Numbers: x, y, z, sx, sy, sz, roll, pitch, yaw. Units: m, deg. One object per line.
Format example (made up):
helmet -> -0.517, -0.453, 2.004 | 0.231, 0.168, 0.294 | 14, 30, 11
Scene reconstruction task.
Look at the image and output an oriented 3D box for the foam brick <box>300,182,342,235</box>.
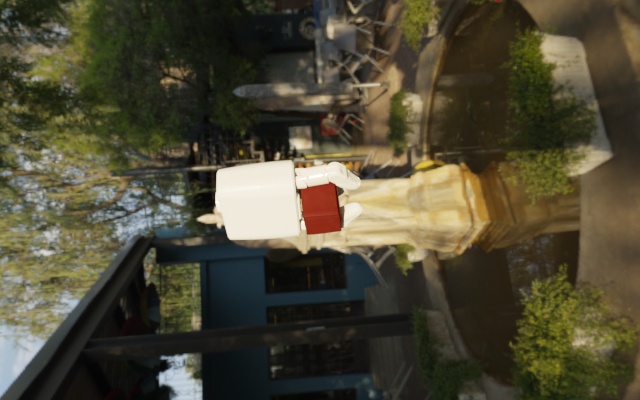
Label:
foam brick -> 0.000, 0.002, 0.673 | 0.051, 0.078, 0.053 | -7, -32, 0
